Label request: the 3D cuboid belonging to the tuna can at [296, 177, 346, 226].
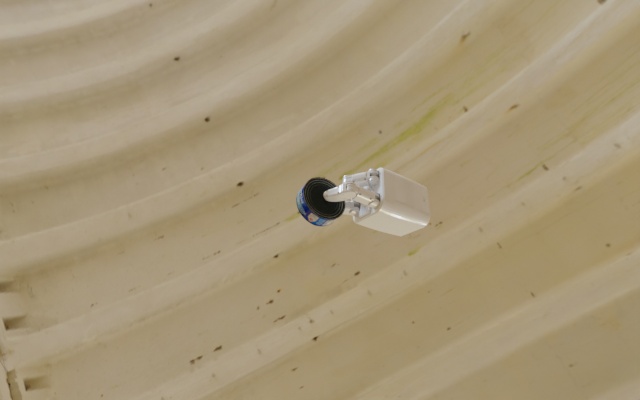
[{"bbox_3d":[0.000,0.003,0.860,0.086,0.086,0.034,0,-28,-33],"label":"tuna can"}]
